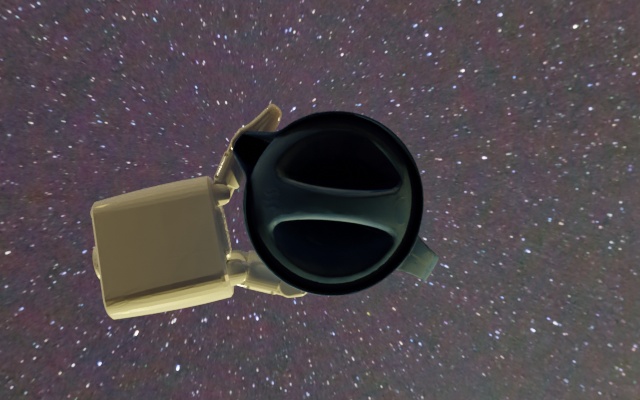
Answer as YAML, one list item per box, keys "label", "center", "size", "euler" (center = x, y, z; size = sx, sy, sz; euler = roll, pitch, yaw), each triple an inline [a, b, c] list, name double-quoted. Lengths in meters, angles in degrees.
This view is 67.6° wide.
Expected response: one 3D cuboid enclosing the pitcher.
- label: "pitcher"
  center: [0.000, 0.001, 0.454]
  size: [0.145, 0.149, 0.243]
  euler: [-14, 6, -9]
